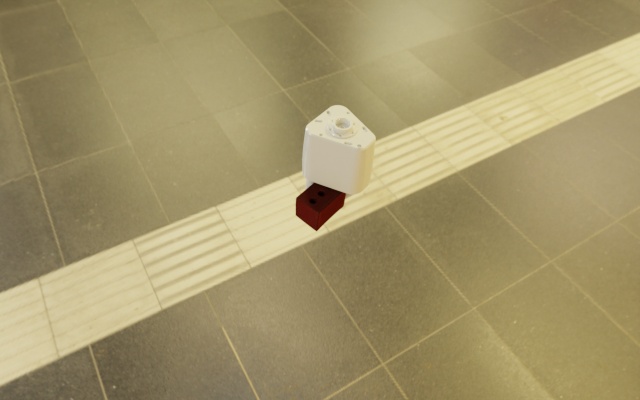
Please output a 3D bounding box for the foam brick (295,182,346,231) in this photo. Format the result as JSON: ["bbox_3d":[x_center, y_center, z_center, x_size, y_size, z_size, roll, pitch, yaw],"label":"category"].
[{"bbox_3d":[0.000,0.003,0.830,0.053,0.051,0.078,34,57,21],"label":"foam brick"}]
